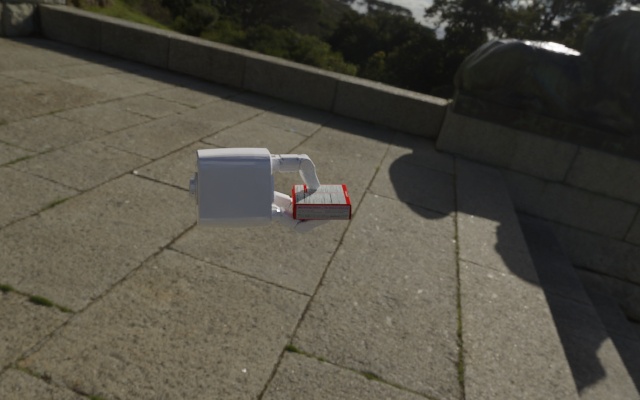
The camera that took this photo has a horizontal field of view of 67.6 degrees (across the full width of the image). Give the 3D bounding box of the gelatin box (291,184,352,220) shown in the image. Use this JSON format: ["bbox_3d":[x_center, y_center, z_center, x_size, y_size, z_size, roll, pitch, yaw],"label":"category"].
[{"bbox_3d":[0.000,0.002,0.744,0.089,0.030,0.073,0,26,-4],"label":"gelatin box"}]
